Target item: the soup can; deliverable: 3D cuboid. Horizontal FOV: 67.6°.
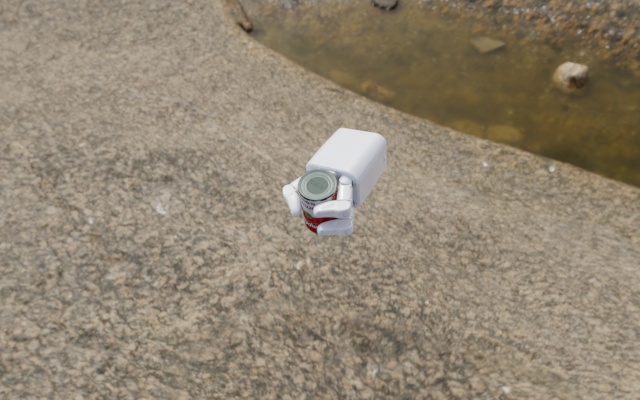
[{"bbox_3d":[0.000,0.003,0.814,0.068,0.068,0.102,0,-36,7],"label":"soup can"}]
